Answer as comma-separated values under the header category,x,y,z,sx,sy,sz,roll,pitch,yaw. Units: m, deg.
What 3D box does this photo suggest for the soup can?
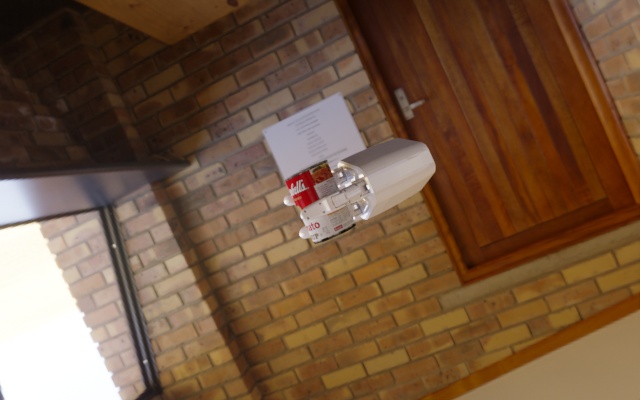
category,x,y,z,sx,sy,sz,roll,pitch,yaw
soup can,0.000,0.003,0.678,0.068,0.102,0.068,-25,2,1
